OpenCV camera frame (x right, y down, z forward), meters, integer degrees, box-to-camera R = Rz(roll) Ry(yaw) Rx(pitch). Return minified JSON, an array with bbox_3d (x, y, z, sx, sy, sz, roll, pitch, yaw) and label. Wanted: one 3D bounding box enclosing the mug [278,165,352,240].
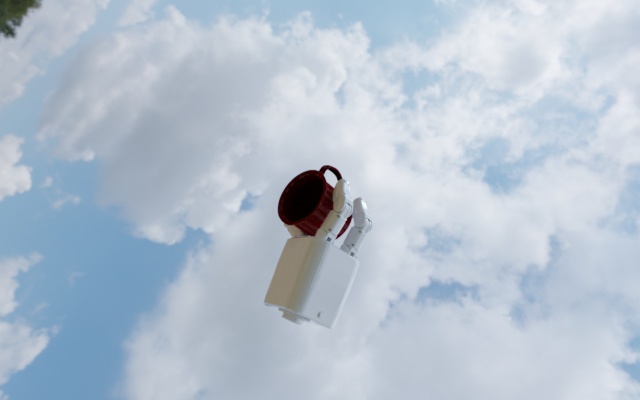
[{"bbox_3d":[0.001,0.001,0.732,0.093,0.117,0.081,6,-23,45],"label":"mug"}]
